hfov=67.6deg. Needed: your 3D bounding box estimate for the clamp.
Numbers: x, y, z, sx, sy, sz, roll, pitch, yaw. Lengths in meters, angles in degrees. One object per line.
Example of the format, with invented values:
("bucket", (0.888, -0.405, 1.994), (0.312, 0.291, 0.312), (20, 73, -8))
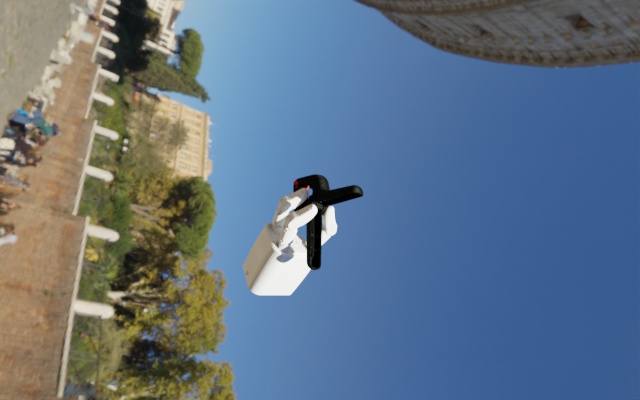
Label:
("clamp", (0.001, 0.003, 0.868), (0.036, 0.164, 0.209), (23, 23, -30))
